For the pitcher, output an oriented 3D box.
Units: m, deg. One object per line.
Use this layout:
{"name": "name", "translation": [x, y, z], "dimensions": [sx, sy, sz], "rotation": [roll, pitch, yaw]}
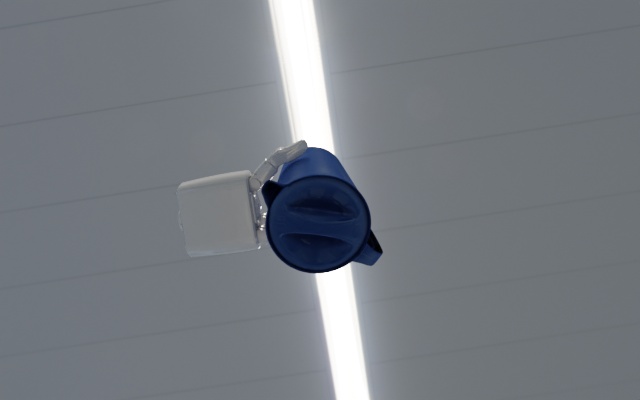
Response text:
{"name": "pitcher", "translation": [0.000, 0.002, 0.705], "dimensions": [0.145, 0.149, 0.242], "rotation": [-10, 19, 1]}
